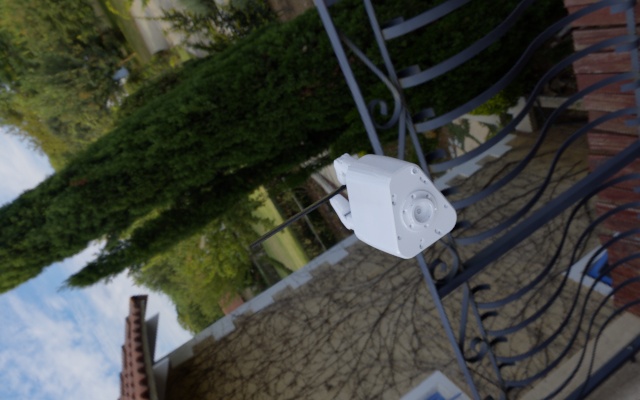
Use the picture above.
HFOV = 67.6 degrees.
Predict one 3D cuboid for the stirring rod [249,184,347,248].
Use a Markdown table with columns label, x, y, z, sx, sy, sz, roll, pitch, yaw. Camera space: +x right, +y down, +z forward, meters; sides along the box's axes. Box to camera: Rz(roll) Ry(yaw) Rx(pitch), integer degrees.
| label | x | y | z | sx | sy | sz | roll | pitch | yaw |
| --- | --- | --- | --- | --- | --- | --- | --- | --- | --- |
| stirring rod | 0.000 | 0.002 | 0.702 | 0.239 | 0.011 | 0.011 | -32 | 9 | -14 |
